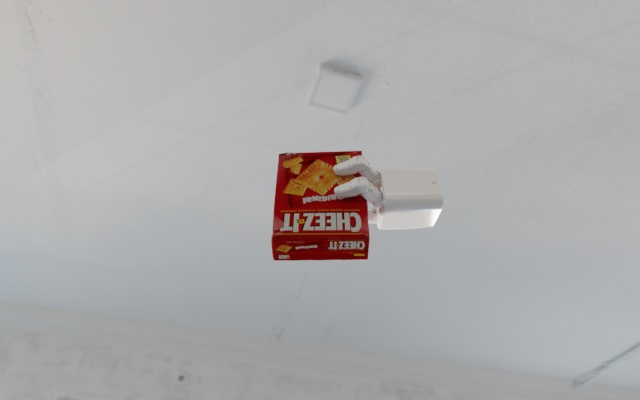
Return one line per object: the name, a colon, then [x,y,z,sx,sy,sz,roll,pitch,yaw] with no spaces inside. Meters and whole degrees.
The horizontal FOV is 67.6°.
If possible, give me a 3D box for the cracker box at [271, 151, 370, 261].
cracker box: [0.000,0.003,0.863,0.164,0.213,0.072,-1,-43,1]
